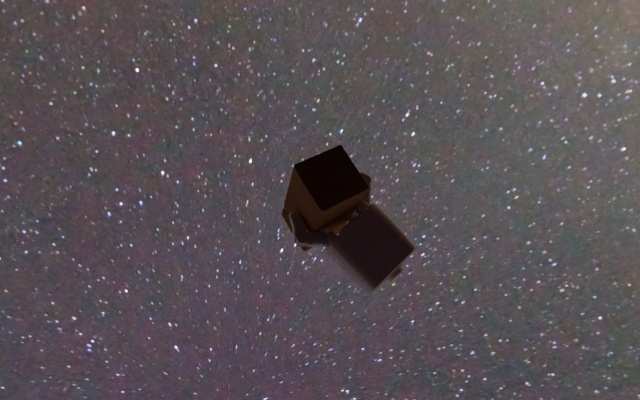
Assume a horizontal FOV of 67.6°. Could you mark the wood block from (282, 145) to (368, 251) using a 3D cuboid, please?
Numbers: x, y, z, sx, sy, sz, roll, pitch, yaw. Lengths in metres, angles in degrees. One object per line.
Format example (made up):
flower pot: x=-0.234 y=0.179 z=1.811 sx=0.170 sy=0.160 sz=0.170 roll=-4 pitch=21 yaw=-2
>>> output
wood block: x=0.000 y=0.003 z=0.831 sx=0.091 sy=0.090 sz=0.206 roll=-26 pitch=-16 yaw=-20
